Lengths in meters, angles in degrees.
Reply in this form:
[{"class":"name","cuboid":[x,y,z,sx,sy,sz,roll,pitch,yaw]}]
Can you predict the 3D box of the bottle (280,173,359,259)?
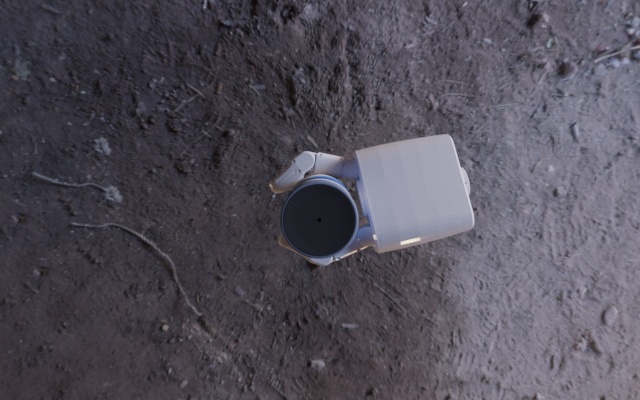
[{"class":"bottle","cuboid":[0.000,0.002,0.548,0.069,0.069,0.295,0,6,0]}]
